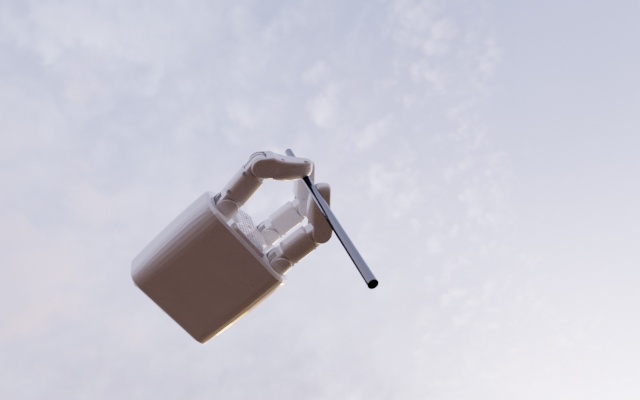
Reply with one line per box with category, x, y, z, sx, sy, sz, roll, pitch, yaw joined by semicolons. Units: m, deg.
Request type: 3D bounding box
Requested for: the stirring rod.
stirring rod;0.000;0.001;0.417;0.011;0.011;0.239;0;27;-19
